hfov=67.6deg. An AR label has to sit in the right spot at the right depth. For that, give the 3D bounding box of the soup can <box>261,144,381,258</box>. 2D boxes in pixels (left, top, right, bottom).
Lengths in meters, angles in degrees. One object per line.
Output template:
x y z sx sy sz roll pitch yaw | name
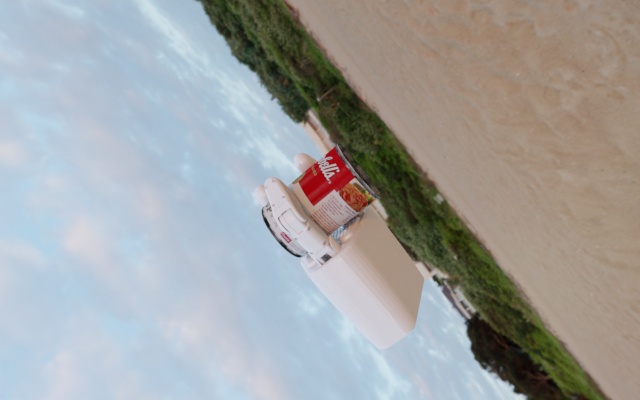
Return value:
0.000 0.001 0.479 0.102 0.068 0.068 -39 -10 12 | soup can
